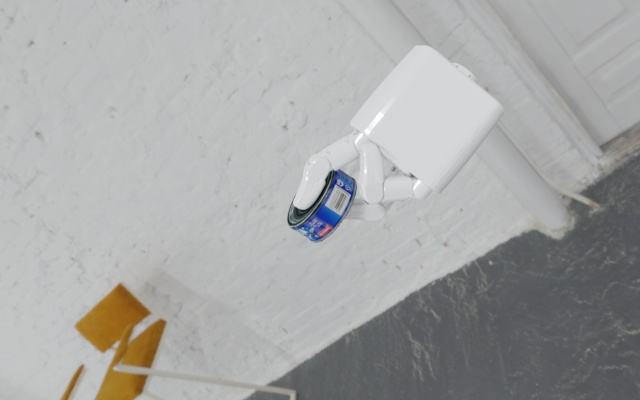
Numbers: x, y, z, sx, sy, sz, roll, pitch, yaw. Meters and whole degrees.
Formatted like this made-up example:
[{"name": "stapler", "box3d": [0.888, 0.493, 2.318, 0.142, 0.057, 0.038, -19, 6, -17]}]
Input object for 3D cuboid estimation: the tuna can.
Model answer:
[{"name": "tuna can", "box3d": [0.000, 0.001, 0.530, 0.034, 0.086, 0.086, 33, -13, -21]}]
